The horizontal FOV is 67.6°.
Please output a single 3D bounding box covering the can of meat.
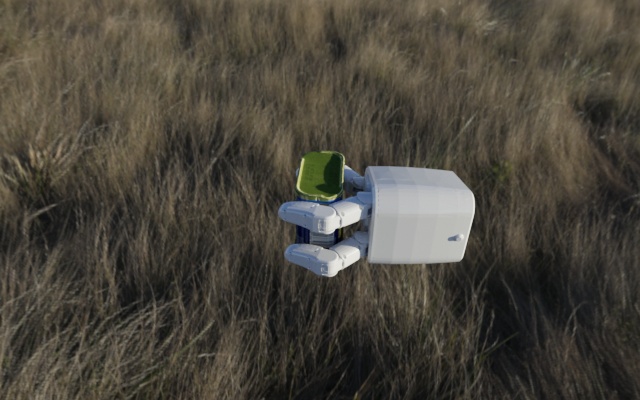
[{"bbox_3d":[0.000,0.001,0.551,0.057,0.084,0.102,3,36,2],"label":"can of meat"}]
